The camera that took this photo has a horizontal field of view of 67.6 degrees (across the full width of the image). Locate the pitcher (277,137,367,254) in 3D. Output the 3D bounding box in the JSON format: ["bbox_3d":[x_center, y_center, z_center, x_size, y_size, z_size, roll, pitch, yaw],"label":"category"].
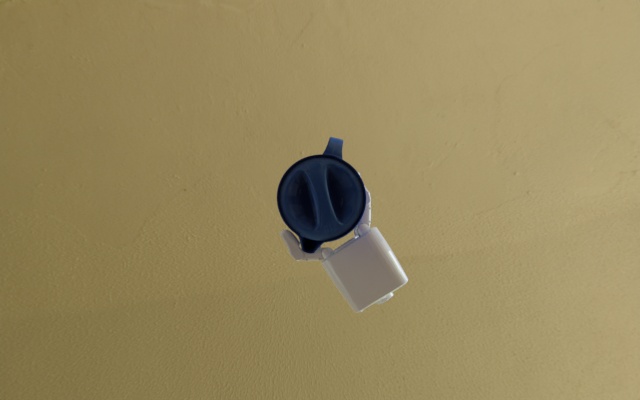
[{"bbox_3d":[0.000,0.003,0.821,0.149,0.145,0.243,-32,-6,-7],"label":"pitcher"}]
